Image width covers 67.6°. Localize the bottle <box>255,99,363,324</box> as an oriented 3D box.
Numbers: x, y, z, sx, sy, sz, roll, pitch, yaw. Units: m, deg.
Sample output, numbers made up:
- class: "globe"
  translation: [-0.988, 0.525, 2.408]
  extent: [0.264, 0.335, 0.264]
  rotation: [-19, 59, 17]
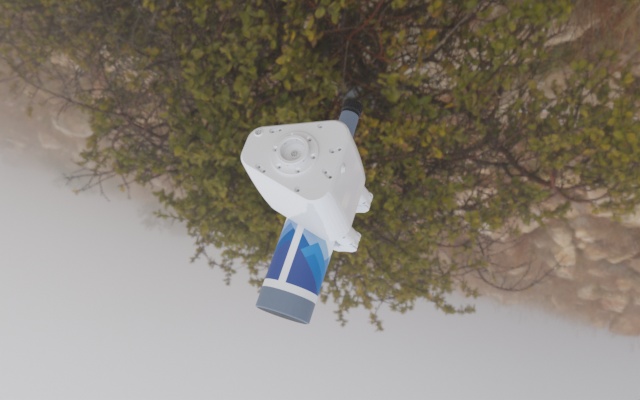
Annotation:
- class: "bottle"
  translation: [0.000, 0.002, 0.602]
  extent: [0.069, 0.295, 0.069]
  rotation: [17, -18, 6]
